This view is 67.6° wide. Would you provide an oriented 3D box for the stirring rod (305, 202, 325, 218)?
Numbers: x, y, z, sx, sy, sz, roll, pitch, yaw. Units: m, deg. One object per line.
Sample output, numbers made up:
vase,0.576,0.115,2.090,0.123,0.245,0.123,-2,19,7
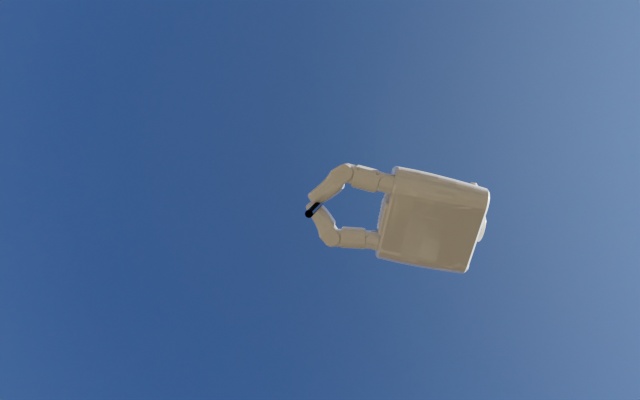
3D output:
stirring rod,0.000,0.002,0.581,0.011,0.011,0.239,0,5,5
